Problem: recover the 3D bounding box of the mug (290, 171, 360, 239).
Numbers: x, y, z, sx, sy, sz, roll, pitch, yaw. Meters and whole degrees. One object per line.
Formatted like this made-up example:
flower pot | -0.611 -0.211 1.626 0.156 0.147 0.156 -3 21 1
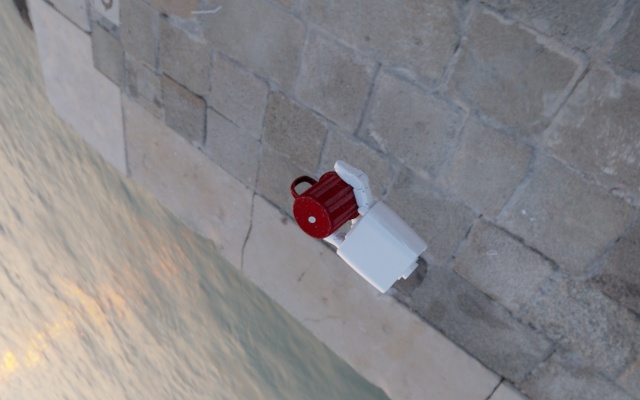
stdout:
mug | -0.001 0.002 0.787 0.081 0.117 0.093 -37 -17 -41
